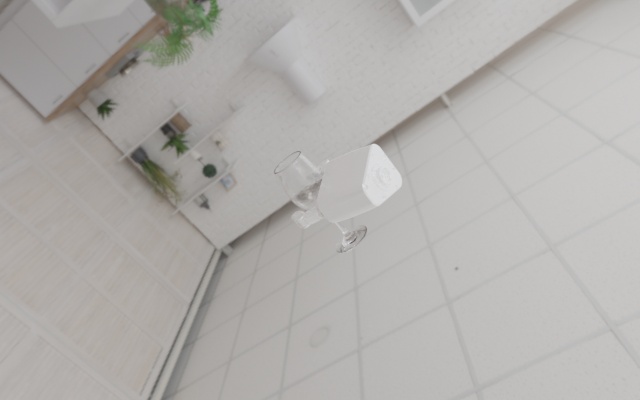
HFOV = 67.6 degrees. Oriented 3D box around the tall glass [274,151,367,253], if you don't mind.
[{"bbox_3d":[0.000,0.003,0.890,0.079,0.201,0.079,-35,20,15],"label":"tall glass"}]
